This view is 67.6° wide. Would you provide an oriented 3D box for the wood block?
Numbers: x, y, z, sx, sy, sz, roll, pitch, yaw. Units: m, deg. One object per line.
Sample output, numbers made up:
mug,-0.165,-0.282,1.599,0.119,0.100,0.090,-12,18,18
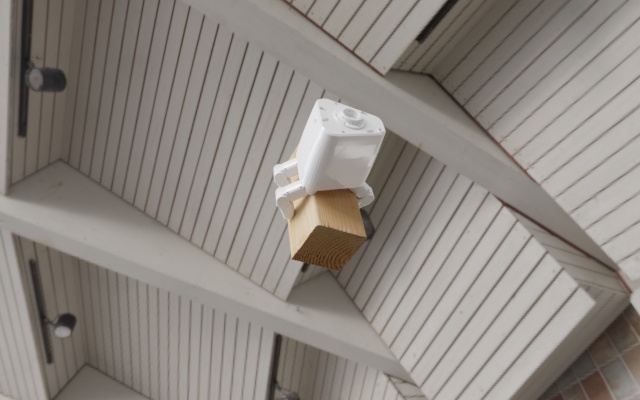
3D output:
wood block,0.001,0.002,0.801,0.091,0.206,0.090,17,-50,-24
